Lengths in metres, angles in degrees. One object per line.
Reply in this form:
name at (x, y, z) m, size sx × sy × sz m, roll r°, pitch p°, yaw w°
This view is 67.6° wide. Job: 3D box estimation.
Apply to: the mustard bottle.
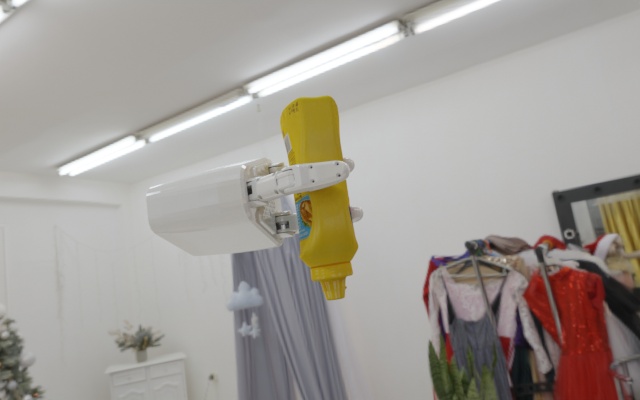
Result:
mustard bottle at (0.000, 0.001, 0.473) m, size 0.058 × 0.191 × 0.096 m, roll -6°, pitch -9°, yaw -13°
